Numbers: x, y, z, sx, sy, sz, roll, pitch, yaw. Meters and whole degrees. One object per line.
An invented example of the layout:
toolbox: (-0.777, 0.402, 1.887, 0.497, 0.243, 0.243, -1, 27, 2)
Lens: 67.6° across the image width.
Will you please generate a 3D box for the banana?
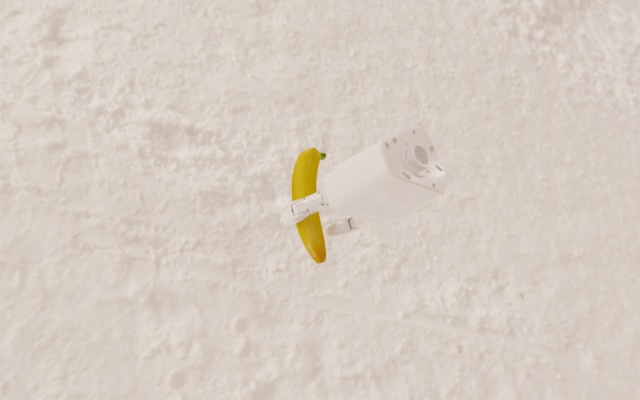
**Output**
banana: (-0.014, -0.008, 0.696, 0.070, 0.197, 0.037, 27, -39, -34)
